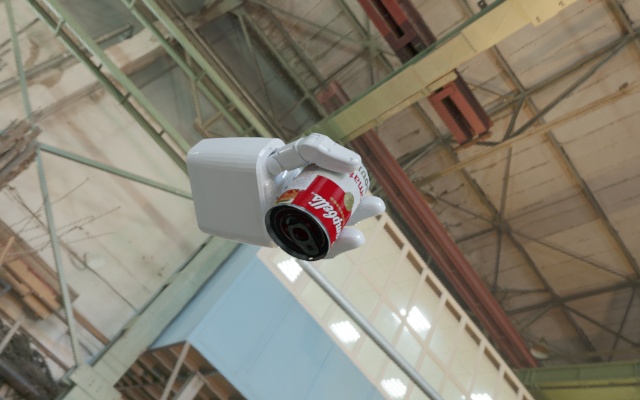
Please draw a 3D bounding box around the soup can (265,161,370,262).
[{"bbox_3d":[0.001,0.001,0.473,0.068,0.068,0.102,0,36,33],"label":"soup can"}]
